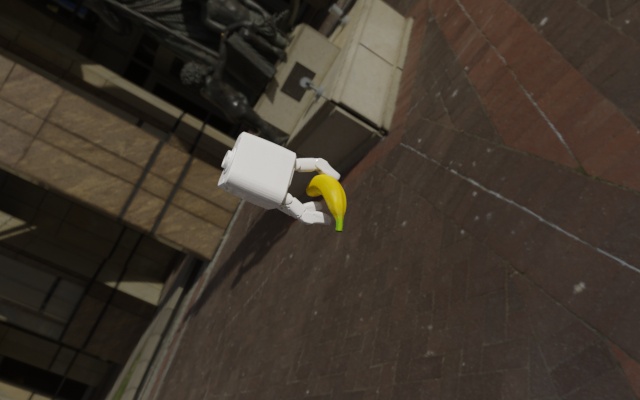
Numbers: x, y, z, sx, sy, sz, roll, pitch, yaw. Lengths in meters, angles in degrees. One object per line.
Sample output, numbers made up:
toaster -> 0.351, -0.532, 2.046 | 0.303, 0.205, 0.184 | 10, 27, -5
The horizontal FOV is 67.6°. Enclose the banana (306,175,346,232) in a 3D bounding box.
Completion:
banana -> 0.008, -0.013, 0.863 | 0.037, 0.069, 0.197 | 18, 14, -20
